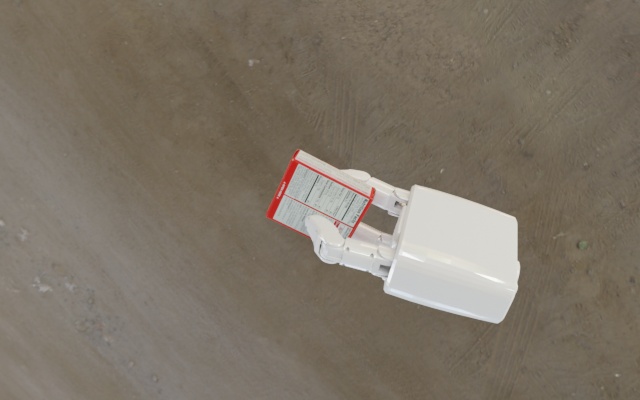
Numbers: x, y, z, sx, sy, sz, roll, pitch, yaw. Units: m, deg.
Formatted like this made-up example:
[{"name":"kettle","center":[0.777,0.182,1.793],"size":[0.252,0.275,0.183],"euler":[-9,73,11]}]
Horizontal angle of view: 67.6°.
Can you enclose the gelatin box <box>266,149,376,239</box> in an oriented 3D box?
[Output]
[{"name":"gelatin box","center":[0.000,0.002,0.478],"size":[0.089,0.073,0.030],"euler":[26,29,-3]}]
